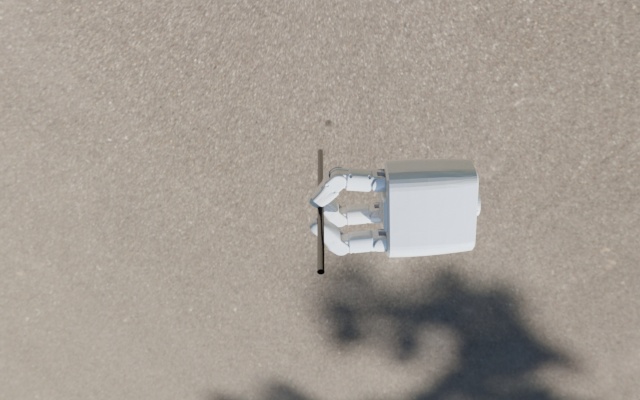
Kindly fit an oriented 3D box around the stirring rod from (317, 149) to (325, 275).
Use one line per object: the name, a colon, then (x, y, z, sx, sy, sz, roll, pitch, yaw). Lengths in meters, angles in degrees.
stirring rod: (0.000, 0.002, 0.592, 0.011, 0.011, 0.239, 0, 37, 0)
